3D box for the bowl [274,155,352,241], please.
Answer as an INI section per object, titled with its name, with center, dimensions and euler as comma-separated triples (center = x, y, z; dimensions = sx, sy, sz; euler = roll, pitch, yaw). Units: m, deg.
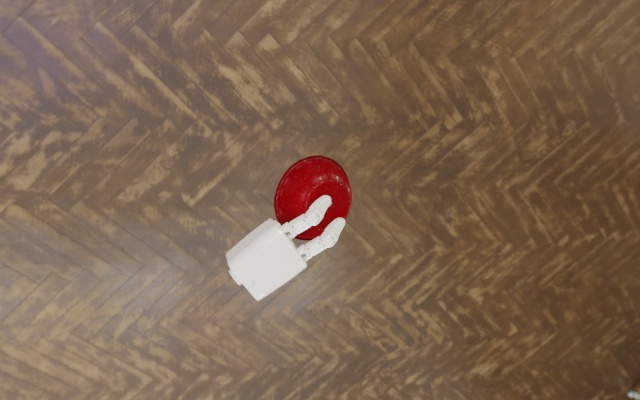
[bowl]
center = 0.001, 0.002, 0.858
dimensions = 0.162, 0.162, 0.055
euler = 0, 14, -32
